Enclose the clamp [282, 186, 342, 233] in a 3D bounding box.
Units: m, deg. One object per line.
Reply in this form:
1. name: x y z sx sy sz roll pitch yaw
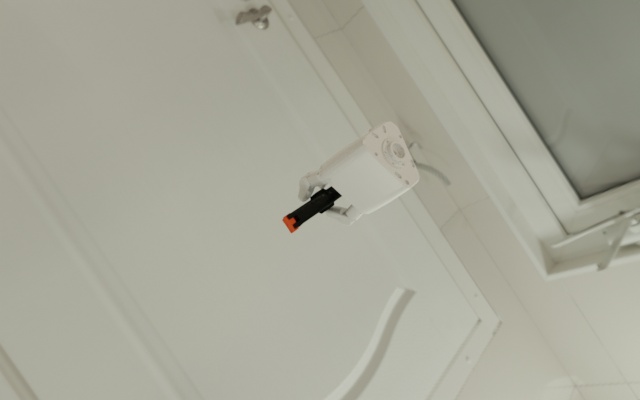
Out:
1. clamp: 0.000 0.004 0.839 0.210 0.036 0.165 -35 0 -41
